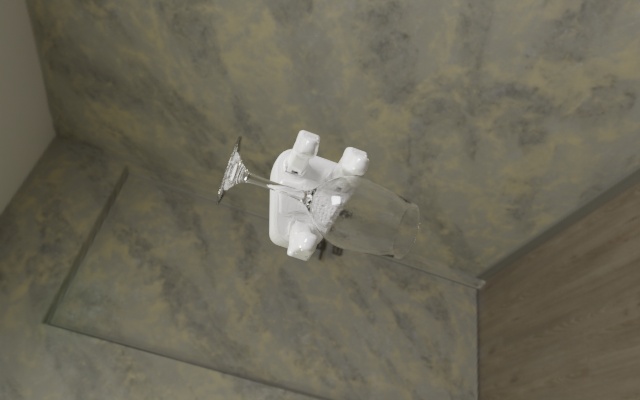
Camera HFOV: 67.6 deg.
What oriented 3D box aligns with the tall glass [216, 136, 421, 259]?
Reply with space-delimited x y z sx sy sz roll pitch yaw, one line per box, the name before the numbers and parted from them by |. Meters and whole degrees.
tall glass | -0.001 0.001 0.497 0.201 0.079 0.079 19 -3 -9
